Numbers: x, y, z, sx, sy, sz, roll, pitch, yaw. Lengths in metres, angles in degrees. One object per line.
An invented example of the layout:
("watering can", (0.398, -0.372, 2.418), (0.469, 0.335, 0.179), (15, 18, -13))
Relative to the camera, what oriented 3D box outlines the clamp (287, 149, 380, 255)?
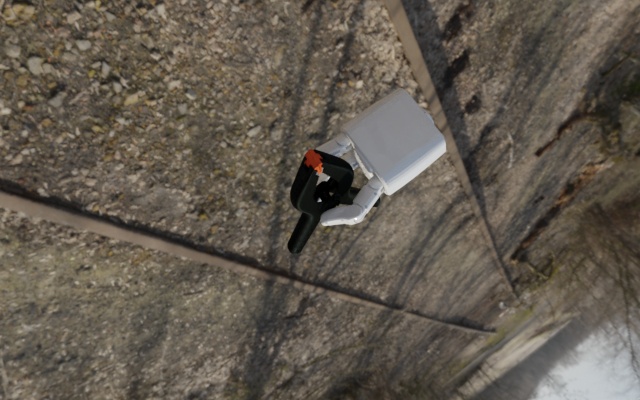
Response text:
("clamp", (0.001, 0.002, 0.672), (0.164, 0.036, 0.210), (-35, -28, -1))
